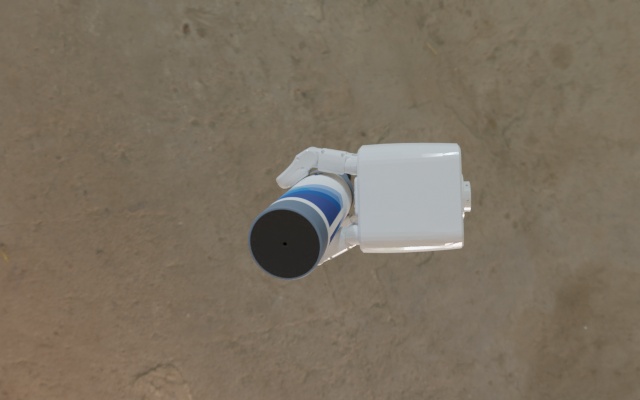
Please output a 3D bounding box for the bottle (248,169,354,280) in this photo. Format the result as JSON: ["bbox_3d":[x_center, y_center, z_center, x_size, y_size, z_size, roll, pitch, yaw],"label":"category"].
[{"bbox_3d":[0.000,0.002,0.545,0.069,0.069,0.295,0,14,12],"label":"bottle"}]
